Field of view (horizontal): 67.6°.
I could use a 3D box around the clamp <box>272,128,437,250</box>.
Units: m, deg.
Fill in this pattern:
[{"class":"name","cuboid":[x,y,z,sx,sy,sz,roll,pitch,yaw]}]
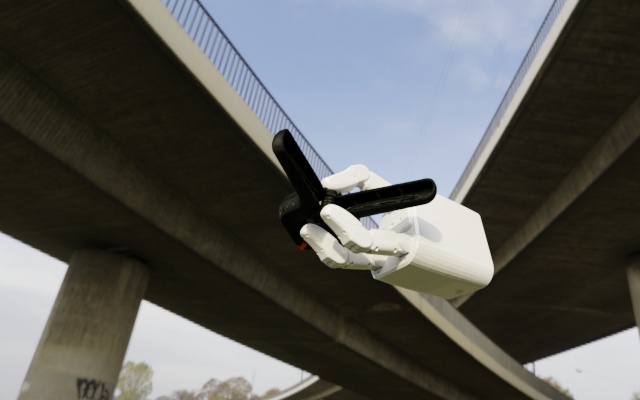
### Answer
[{"class":"clamp","cuboid":[0.000,0.001,0.520,0.164,0.036,0.210,22,-31,-16]}]
